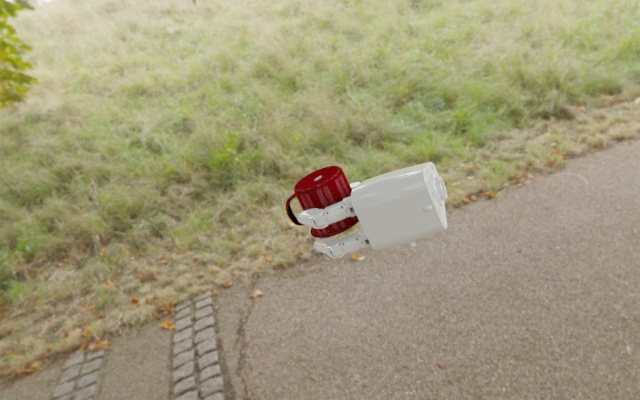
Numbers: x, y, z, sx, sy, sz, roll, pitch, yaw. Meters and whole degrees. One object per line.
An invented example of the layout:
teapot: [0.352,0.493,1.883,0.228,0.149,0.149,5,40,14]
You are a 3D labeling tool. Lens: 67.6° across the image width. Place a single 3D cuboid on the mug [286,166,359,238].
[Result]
mug: [-0.001,0.003,0.742,0.117,0.081,0.093,-18,21,21]
